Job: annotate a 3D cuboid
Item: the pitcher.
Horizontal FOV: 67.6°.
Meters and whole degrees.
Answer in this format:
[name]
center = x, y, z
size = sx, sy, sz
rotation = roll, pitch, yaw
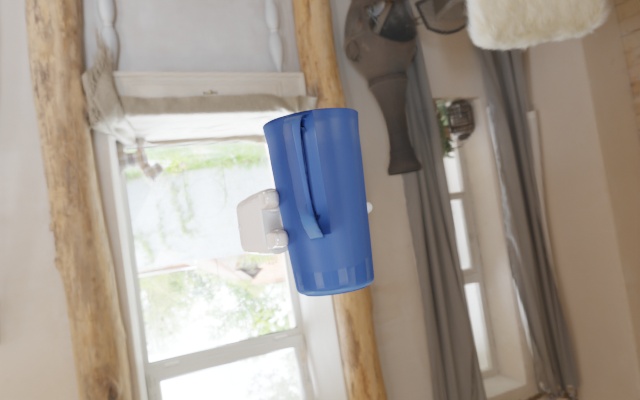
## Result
[pitcher]
center = 0.000, 0.002, 0.646
size = 0.149, 0.243, 0.145
rotation = -7, -3, -33
